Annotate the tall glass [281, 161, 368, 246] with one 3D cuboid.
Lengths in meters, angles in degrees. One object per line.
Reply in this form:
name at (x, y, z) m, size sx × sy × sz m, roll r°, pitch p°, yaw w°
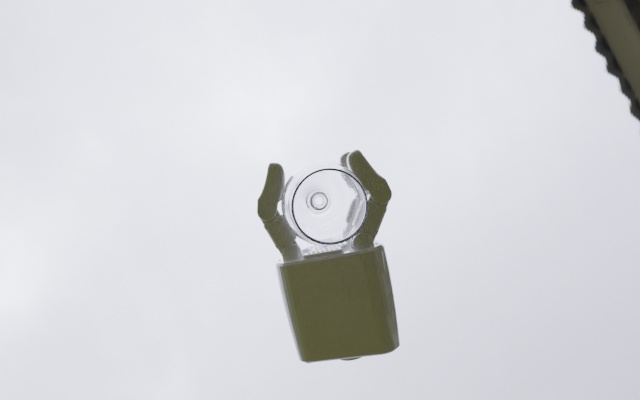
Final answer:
tall glass at (0.000, 0.001, 0.479) m, size 0.079 × 0.079 × 0.201 m, roll 0°, pitch 2°, yaw -4°
